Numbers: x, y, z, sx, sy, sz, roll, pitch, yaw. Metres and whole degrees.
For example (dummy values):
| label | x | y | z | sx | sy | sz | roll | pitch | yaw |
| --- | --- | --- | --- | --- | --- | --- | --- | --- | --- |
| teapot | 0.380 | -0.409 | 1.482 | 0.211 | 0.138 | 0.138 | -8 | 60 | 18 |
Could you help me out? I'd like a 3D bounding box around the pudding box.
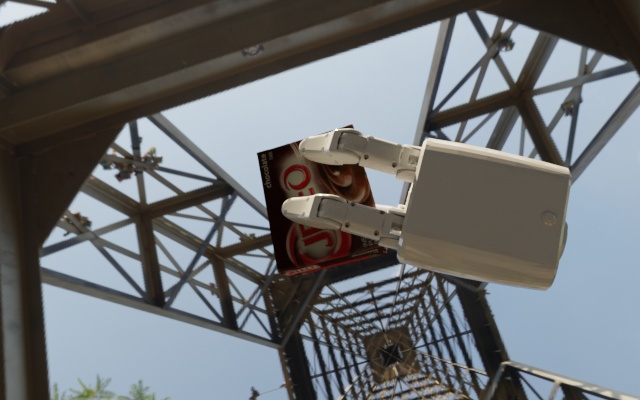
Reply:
| label | x | y | z | sx | sy | sz | roll | pitch | yaw |
| --- | --- | --- | --- | --- | --- | --- | --- | --- | --- |
| pudding box | 0.000 | 0.001 | 0.411 | 0.090 | 0.113 | 0.039 | -15 | -22 | 8 |
